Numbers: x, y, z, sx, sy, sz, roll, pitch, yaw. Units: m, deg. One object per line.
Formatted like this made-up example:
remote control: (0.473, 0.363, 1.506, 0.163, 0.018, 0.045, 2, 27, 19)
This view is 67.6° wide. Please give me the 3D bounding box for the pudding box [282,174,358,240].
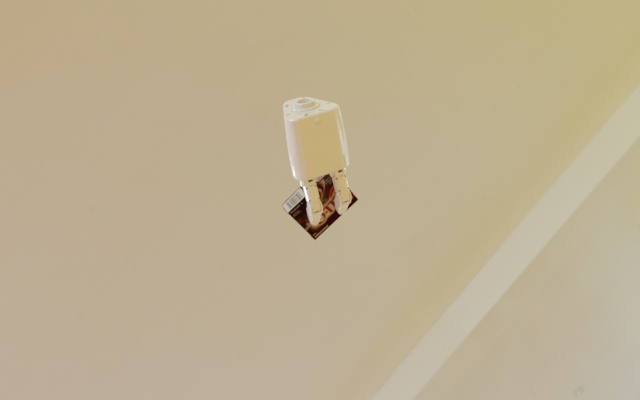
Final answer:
pudding box: (0.000, 0.003, 0.861, 0.090, 0.113, 0.039, 47, 1, -37)
